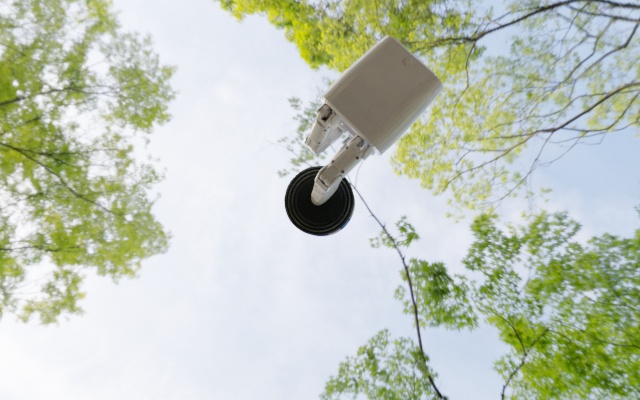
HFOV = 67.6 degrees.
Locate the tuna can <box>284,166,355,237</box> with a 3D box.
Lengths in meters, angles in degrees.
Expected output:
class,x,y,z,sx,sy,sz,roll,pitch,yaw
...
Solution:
class,x,y,z,sx,sy,sz,roll,pitch,yaw
tuna can,0.000,0.002,0.593,0.086,0.086,0.034,0,-7,8
